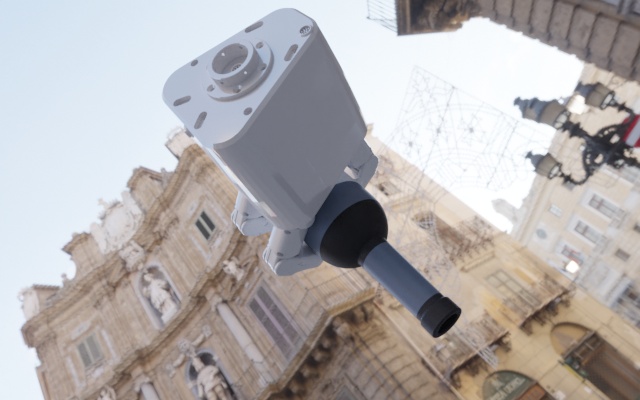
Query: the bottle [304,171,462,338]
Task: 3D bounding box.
[{"bbox_3d":[0.000,0.001,0.409,0.069,0.069,0.295,0,34,-45],"label":"bottle"}]
